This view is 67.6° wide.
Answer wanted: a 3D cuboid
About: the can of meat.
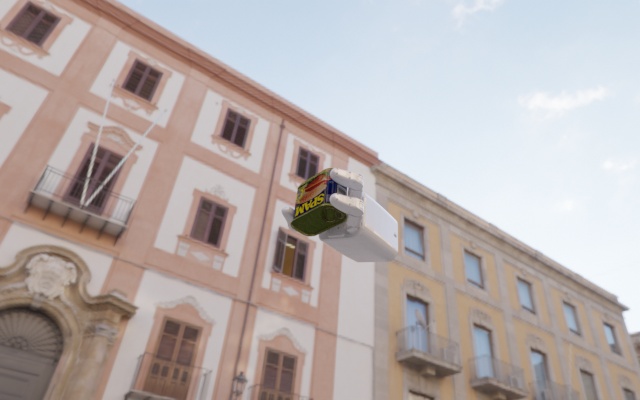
[{"bbox_3d":[0.000,0.002,0.828,0.102,0.084,0.057,-28,-49,37],"label":"can of meat"}]
